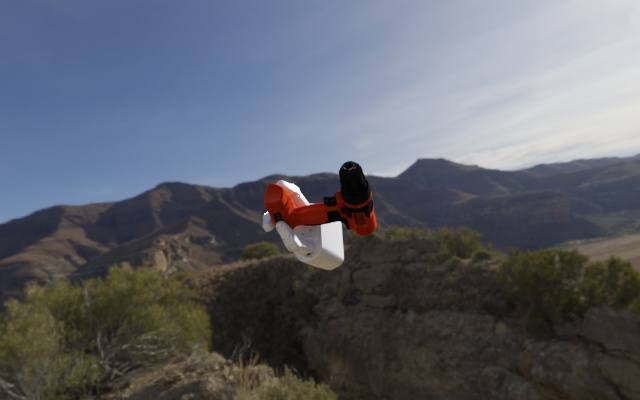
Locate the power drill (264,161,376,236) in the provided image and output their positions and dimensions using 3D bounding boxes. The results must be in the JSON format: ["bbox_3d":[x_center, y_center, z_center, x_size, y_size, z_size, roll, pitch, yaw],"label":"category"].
[{"bbox_3d":[0.000,0.003,0.850,0.187,0.057,0.185,-2,-39,15],"label":"power drill"}]
